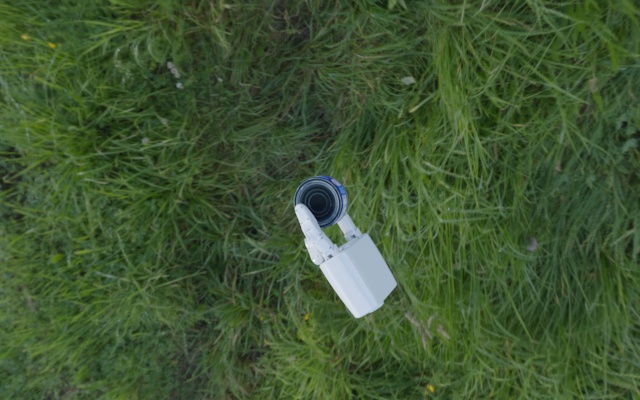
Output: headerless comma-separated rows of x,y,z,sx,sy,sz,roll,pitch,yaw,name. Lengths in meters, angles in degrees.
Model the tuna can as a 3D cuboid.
0.000,0.003,0.784,0.086,0.086,0.034,0,6,20,tuna can
